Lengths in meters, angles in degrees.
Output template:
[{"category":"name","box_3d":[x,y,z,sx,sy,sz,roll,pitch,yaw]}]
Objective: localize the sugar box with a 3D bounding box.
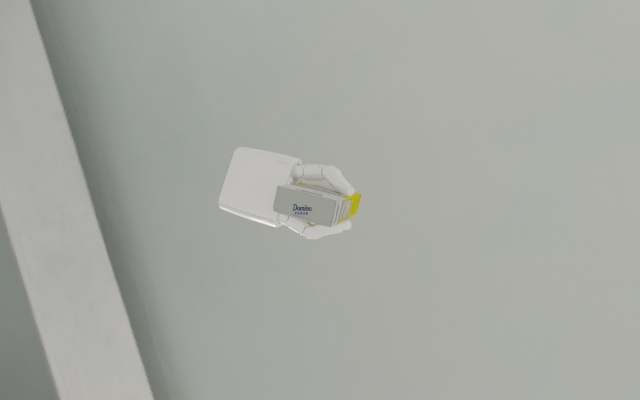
[{"category":"sugar box","box_3d":[0.000,0.003,0.756,0.093,0.048,0.176,15,10,15]}]
